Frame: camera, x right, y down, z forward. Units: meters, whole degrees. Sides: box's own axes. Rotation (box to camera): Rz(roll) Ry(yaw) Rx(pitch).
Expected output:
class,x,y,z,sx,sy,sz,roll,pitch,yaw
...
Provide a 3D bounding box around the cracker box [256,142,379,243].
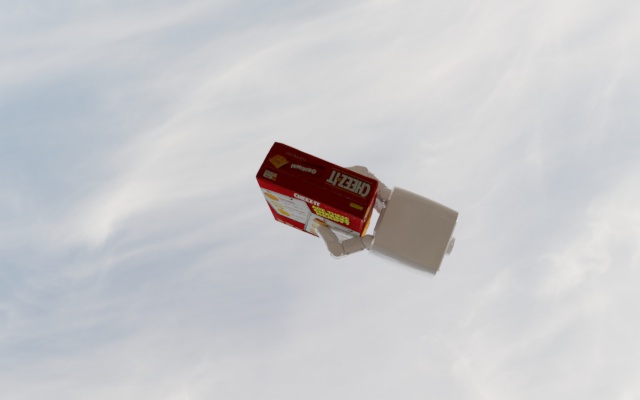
class,x,y,z,sx,sy,sz,roll,pitch,yaw
cracker box,0.000,0.003,0.757,0.164,0.072,0.214,21,-17,9
